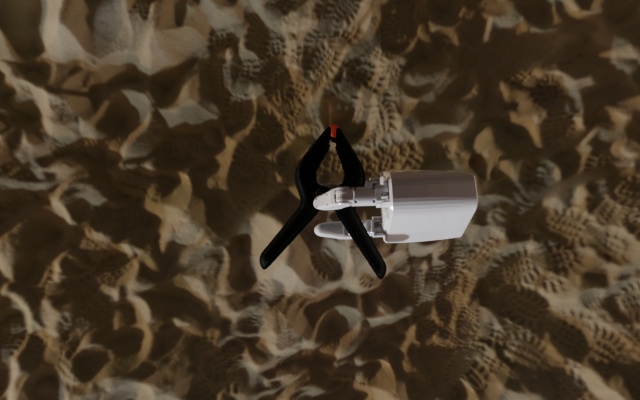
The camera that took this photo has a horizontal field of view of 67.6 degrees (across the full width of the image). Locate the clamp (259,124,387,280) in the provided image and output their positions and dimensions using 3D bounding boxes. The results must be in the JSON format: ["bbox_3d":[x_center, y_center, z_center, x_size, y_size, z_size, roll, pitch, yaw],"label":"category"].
[{"bbox_3d":[0.000,0.001,0.637,0.164,0.210,0.036,-2,-12,0],"label":"clamp"}]
